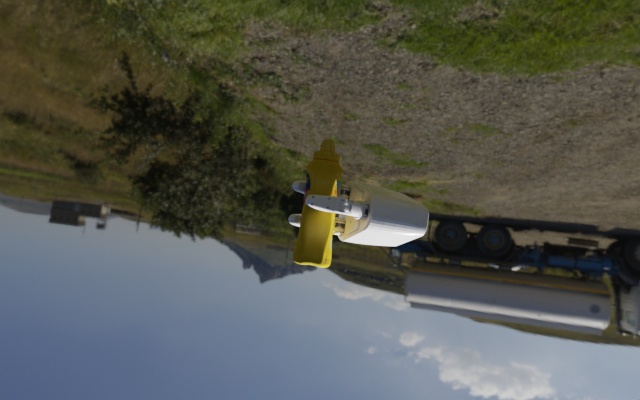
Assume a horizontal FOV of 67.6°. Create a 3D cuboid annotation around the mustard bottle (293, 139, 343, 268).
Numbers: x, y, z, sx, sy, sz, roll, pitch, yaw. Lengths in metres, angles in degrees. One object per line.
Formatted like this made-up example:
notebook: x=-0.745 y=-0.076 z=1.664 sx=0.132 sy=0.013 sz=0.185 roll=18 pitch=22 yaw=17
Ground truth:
mustard bottle: x=0.000 y=0.003 z=0.726 sx=0.058 sy=0.191 sz=0.096 roll=8 pitch=-4 yaw=2
